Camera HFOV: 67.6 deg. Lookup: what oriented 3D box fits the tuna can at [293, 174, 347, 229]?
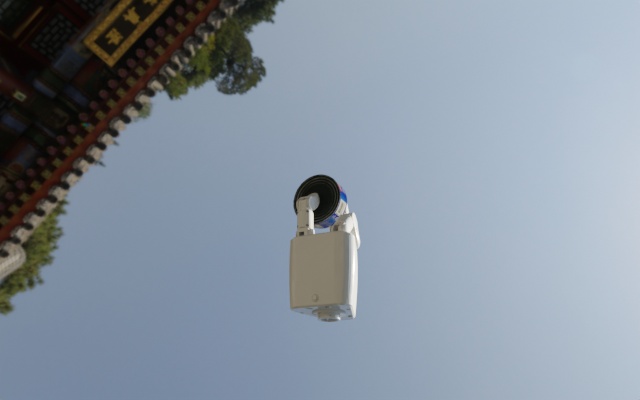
[{"bbox_3d":[0.000,0.003,0.790,0.086,0.086,0.034,0,-20,28],"label":"tuna can"}]
